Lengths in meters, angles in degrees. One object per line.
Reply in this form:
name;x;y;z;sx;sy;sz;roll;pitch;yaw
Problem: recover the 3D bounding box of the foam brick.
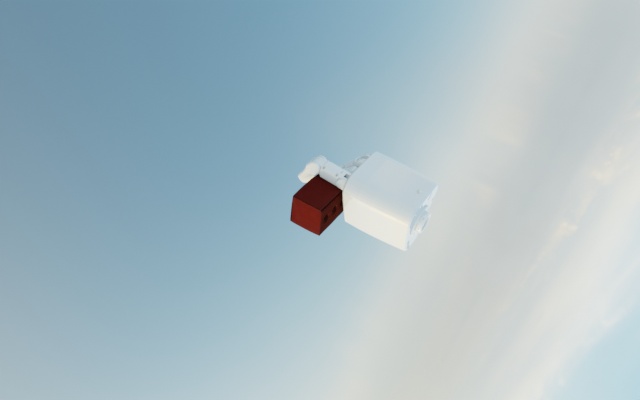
foam brick;0.000;0.002;0.695;0.051;0.053;0.078;29;49;20
